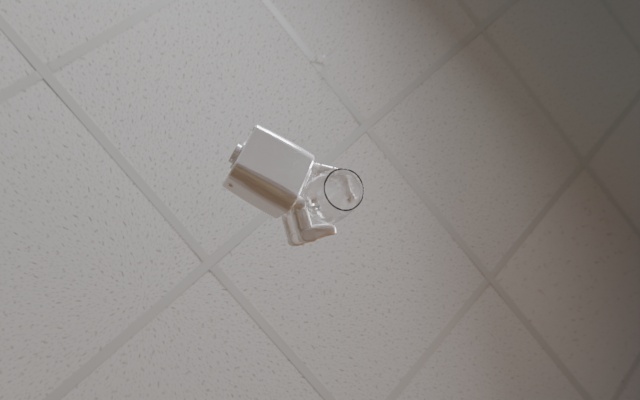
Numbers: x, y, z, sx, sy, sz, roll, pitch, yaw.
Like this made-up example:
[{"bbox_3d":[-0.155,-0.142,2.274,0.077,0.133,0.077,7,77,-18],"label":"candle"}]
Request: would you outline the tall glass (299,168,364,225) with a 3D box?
[{"bbox_3d":[0.000,0.003,0.763,0.079,0.079,0.201,0,-11,-20],"label":"tall glass"}]
